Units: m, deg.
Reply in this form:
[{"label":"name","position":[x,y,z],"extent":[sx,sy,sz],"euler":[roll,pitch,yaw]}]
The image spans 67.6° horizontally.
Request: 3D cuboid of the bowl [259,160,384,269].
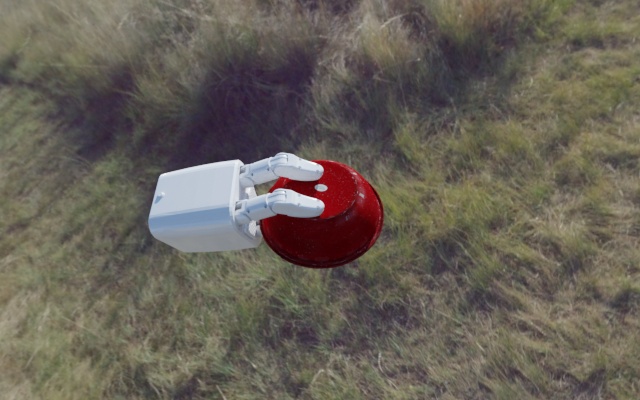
[{"label":"bowl","position":[0.001,0.001,0.596],"extent":[0.162,0.162,0.055],"euler":[0,-37,3]}]
